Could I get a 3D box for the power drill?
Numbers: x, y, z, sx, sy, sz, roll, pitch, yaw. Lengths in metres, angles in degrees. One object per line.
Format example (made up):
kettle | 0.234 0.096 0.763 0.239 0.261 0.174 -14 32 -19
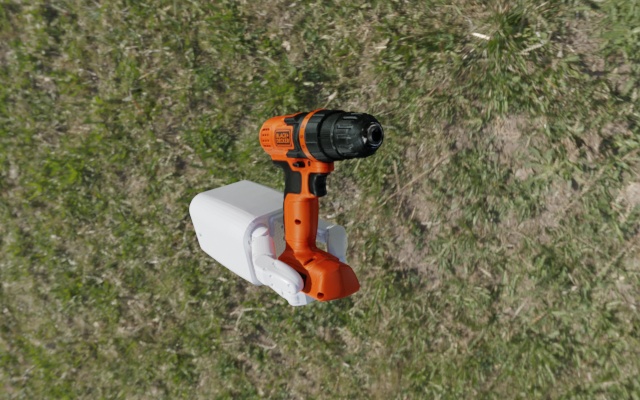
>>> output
power drill | 0.000 0.002 0.490 0.057 0.188 0.184 -7 10 -31
